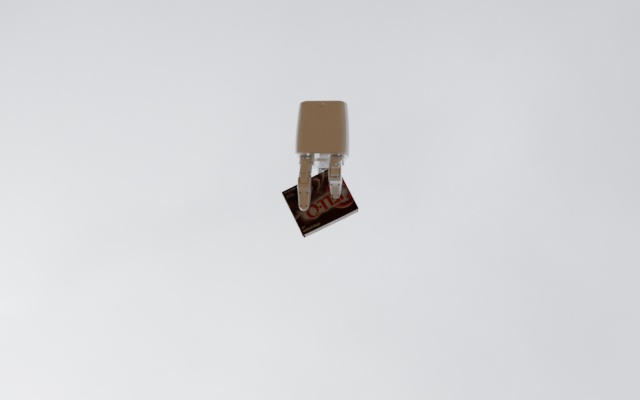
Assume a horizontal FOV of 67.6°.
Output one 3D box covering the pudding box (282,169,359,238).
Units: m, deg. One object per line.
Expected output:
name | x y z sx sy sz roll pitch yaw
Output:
pudding box | 0.000 0.003 0.858 0.113 0.090 0.039 -27 -15 -2
